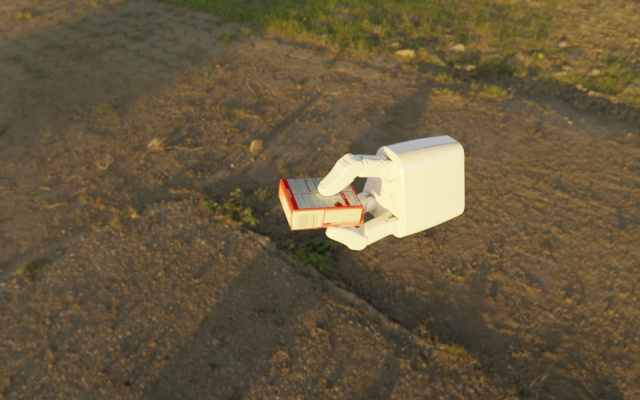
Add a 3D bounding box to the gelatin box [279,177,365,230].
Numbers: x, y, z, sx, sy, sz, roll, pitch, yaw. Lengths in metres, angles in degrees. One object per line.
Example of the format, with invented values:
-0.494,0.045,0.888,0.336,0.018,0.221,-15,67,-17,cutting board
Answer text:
0.000,0.002,0.579,0.089,0.030,0.073,-3,34,-16,gelatin box
